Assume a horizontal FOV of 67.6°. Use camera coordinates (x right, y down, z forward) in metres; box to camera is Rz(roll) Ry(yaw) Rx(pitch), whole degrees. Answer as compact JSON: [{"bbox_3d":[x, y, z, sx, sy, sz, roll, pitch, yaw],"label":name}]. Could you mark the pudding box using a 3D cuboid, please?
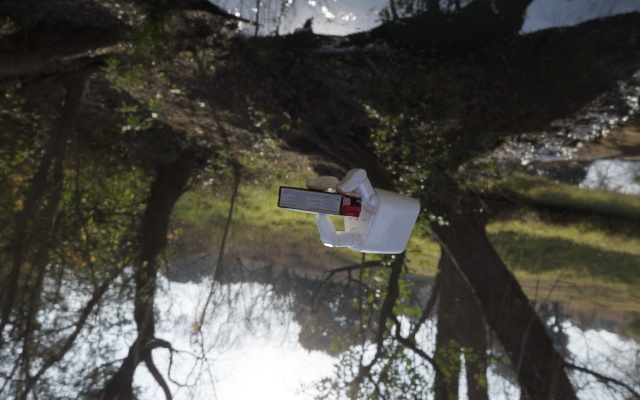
[{"bbox_3d":[0.000,0.003,0.775,0.113,0.039,0.090,6,-2,24],"label":"pudding box"}]
